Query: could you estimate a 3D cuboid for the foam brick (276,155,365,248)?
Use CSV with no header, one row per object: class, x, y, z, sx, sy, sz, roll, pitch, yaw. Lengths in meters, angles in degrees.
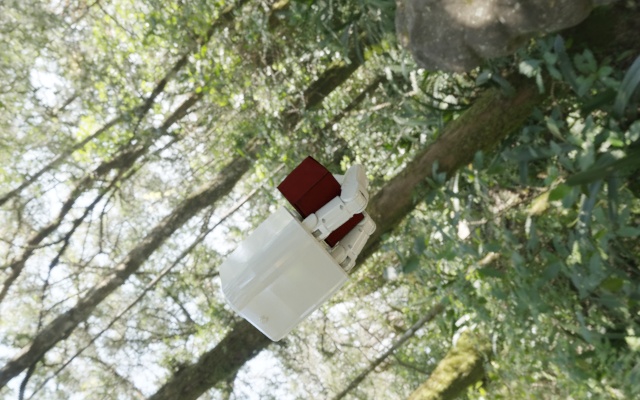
foam brick,0.000,0.001,0.516,0.078,0.051,0.053,51,-4,-33
